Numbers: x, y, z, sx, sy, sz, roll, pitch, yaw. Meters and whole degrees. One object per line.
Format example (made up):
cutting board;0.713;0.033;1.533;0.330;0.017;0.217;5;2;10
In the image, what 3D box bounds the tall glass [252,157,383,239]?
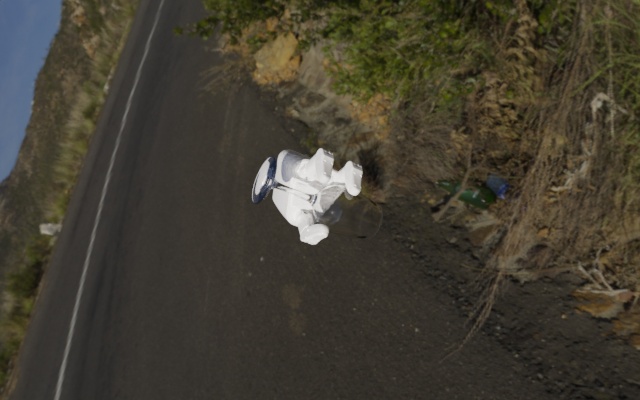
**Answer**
tall glass;0.000;0.002;0.741;0.201;0.079;0.079;21;-10;-26
